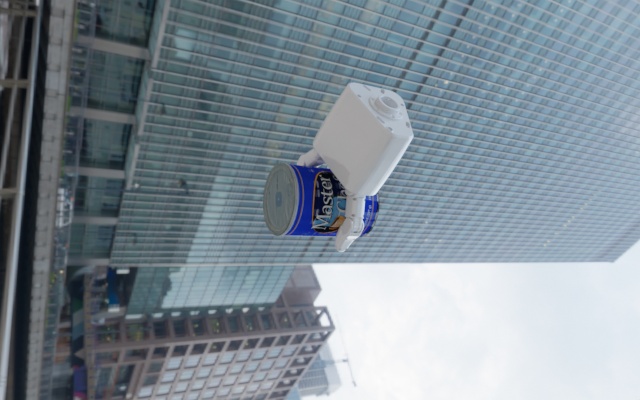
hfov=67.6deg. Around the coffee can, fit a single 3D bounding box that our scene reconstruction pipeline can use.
[{"bbox_3d":[0.000,0.002,0.701,0.140,0.103,0.103,4,-2,-30],"label":"coffee can"}]
